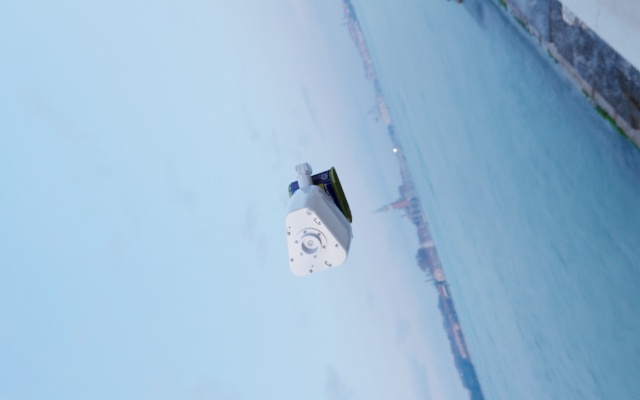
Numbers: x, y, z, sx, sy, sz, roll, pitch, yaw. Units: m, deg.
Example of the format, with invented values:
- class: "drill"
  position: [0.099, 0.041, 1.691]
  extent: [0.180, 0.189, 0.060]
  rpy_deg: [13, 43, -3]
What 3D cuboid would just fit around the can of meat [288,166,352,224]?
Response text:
- class: "can of meat"
  position: [0.000, 0.003, 0.837]
  extent: [0.084, 0.102, 0.057]
  rpy_deg: [-18, 18, 10]
